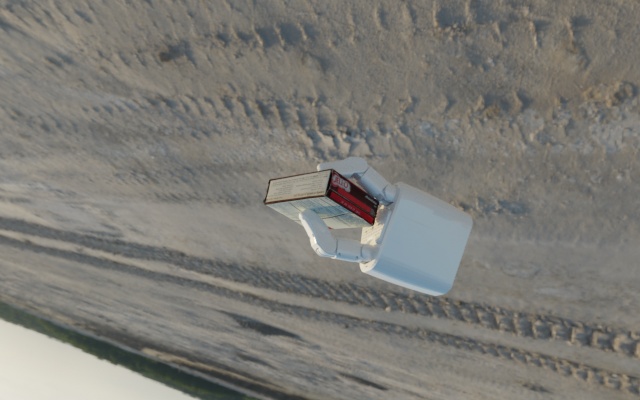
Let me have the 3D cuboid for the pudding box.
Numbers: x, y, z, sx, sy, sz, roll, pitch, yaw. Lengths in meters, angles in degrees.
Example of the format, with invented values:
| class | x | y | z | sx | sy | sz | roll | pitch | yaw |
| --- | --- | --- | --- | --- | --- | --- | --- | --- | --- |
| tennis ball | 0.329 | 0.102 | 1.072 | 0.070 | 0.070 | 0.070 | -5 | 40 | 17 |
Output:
| class | x | y | z | sx | sy | sz | roll | pitch | yaw |
| --- | --- | --- | --- | --- | --- | --- | --- | --- | --- |
| pudding box | 0.000 | 0.002 | 0.580 | 0.113 | 0.039 | 0.090 | -9 | -31 | 43 |
